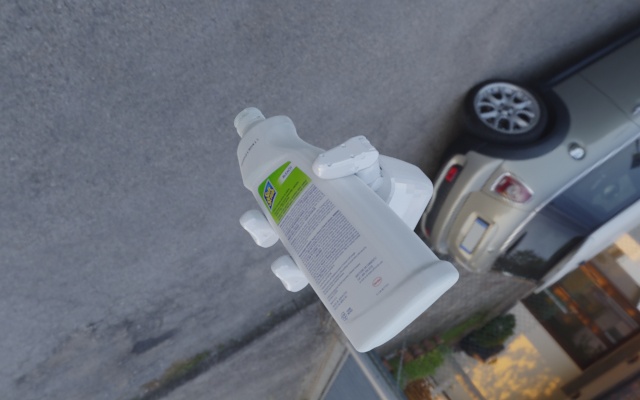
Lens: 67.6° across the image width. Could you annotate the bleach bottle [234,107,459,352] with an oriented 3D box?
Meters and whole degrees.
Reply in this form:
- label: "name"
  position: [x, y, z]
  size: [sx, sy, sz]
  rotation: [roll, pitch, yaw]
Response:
- label: "bleach bottle"
  position: [0.000, 0.001, 0.426]
  size: [0.102, 0.250, 0.068]
  rotation: [-49, -27, 24]
